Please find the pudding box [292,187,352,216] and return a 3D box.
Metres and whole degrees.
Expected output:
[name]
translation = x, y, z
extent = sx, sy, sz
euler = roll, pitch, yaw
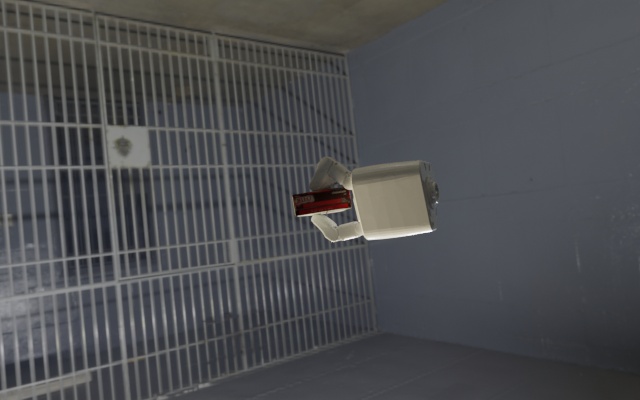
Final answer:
[pudding box]
translation = 0.000, 0.003, 0.784
extent = 0.090, 0.039, 0.113
euler = -8, -3, -3
